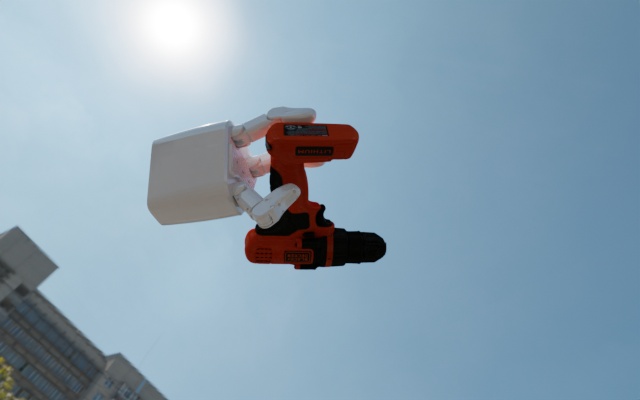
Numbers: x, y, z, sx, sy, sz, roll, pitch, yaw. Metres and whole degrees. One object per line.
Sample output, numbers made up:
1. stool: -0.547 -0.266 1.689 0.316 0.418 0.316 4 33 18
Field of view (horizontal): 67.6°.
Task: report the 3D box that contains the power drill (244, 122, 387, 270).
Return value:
1. power drill: 0.000 0.001 0.584 0.184 0.188 0.057 0 28 -8
